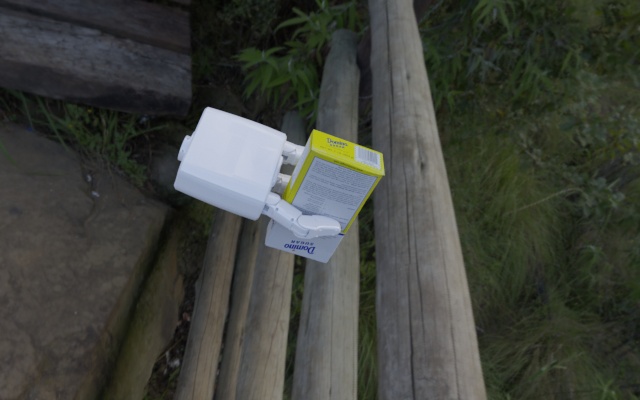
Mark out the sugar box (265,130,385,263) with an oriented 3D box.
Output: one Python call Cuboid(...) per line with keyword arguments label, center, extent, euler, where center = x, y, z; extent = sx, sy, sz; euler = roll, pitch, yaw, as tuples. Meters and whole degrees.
Cuboid(label="sugar box", center=(0.000, 0.001, 0.603), extent=(0.093, 0.048, 0.176), euler=(18, -46, -13))
